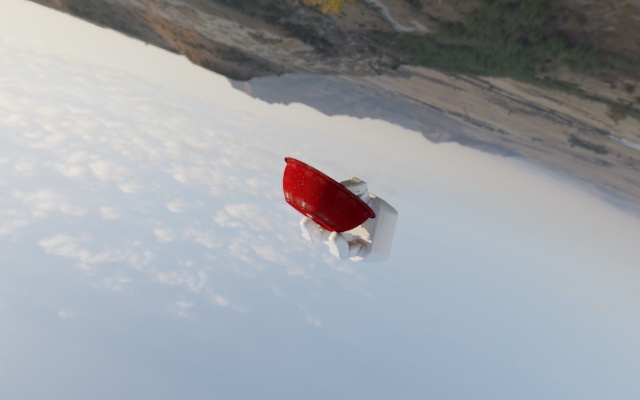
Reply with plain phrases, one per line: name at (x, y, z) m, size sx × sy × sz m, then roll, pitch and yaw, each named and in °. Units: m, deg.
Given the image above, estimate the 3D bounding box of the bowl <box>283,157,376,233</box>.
bowl at (-0.001, 0.002, 0.709) m, size 0.162 × 0.055 × 0.162 m, roll 33°, pitch -7°, yaw 4°
